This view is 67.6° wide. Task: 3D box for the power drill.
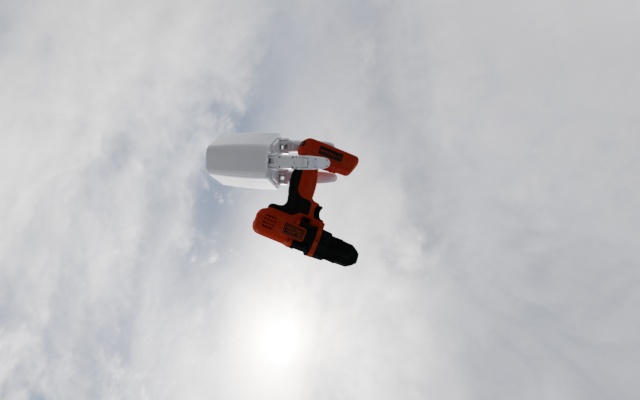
[{"bbox_3d":[0.000,0.002,0.807,0.184,0.187,0.057,23,-15,-7],"label":"power drill"}]
